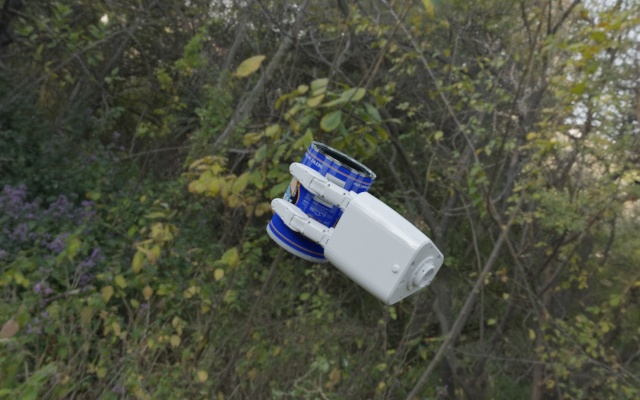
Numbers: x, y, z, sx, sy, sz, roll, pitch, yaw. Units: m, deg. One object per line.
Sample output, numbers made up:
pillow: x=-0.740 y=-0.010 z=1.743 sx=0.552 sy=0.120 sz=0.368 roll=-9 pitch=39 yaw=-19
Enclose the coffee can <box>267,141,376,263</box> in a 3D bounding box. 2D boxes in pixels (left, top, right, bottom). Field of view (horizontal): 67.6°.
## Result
coffee can: x=0.000 y=0.002 z=0.675 sx=0.103 sy=0.140 sz=0.102 roll=27 pitch=13 yaw=-7
